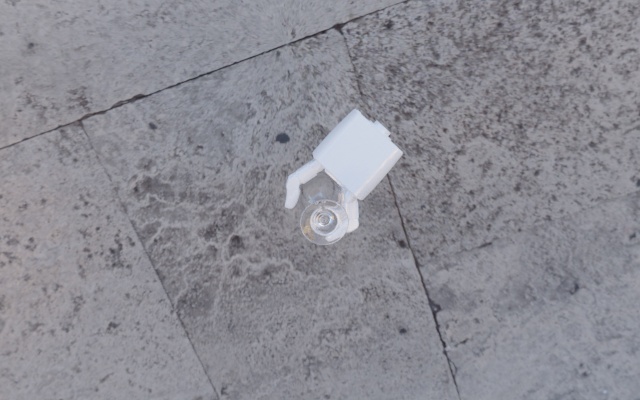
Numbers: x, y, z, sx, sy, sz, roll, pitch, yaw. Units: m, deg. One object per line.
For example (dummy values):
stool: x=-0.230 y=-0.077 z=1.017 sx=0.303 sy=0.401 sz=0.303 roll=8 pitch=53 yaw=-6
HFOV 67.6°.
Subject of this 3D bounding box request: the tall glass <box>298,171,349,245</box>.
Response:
tall glass: x=0.000 y=0.003 z=0.820 sx=0.079 sy=0.079 sz=0.201 roll=0 pitch=18 yaw=-4
